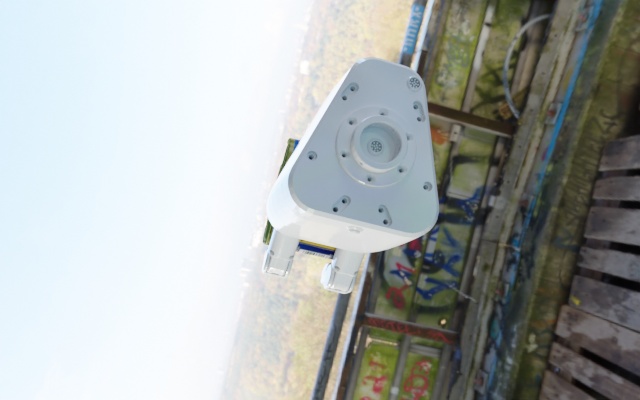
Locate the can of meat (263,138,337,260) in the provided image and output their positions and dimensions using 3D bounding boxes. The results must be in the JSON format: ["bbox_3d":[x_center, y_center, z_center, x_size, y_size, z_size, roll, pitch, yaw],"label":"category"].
[{"bbox_3d":[0.000,0.001,0.429,0.084,0.102,0.057,14,-7,-9],"label":"can of meat"}]
